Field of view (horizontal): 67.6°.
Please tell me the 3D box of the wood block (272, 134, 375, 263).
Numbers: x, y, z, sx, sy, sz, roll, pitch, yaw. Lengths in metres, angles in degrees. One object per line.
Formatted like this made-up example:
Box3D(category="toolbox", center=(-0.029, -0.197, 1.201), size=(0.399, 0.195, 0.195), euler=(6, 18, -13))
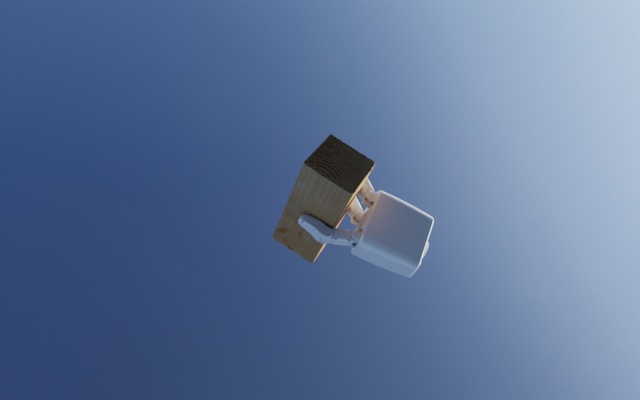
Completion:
Box3D(category="wood block", center=(0.000, 0.003, 0.808), size=(0.090, 0.206, 0.090), euler=(33, 48, 6))
